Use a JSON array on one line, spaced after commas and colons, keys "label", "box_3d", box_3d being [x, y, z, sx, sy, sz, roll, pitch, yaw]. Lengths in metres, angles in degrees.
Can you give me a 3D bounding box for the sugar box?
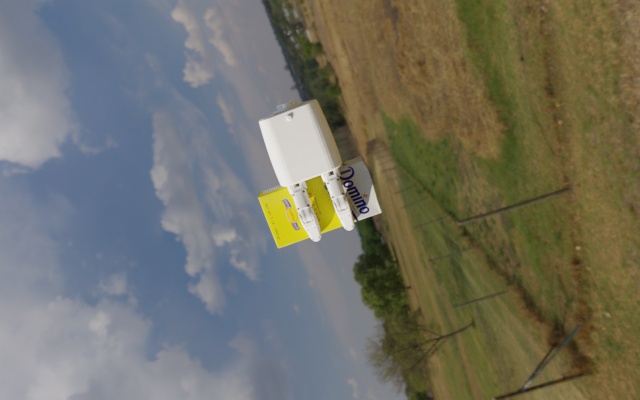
[{"label": "sugar box", "box_3d": [0.000, 0.003, 0.761, 0.176, 0.093, 0.048, -20, 14, 4]}]
